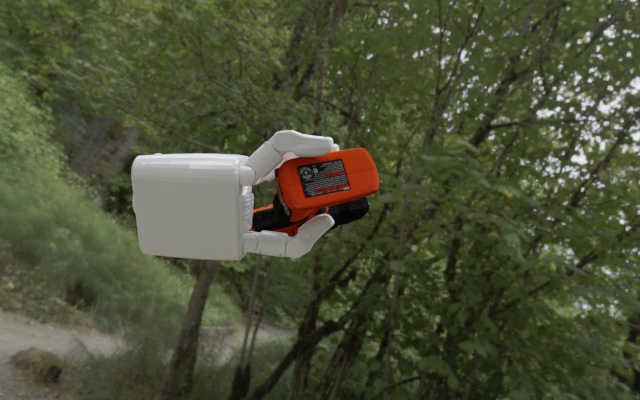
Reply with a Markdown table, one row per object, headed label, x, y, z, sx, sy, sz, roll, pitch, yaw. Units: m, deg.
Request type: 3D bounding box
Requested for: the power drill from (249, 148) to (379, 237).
| label | x | y | z | sx | sy | sz | roll | pitch | yaw |
| --- | --- | --- | --- | --- | --- | --- | --- | --- | --- |
| power drill | 0.000 | 0.002 | 0.571 | 0.184 | 0.057 | 0.188 | -14 | -15 | -20 |
